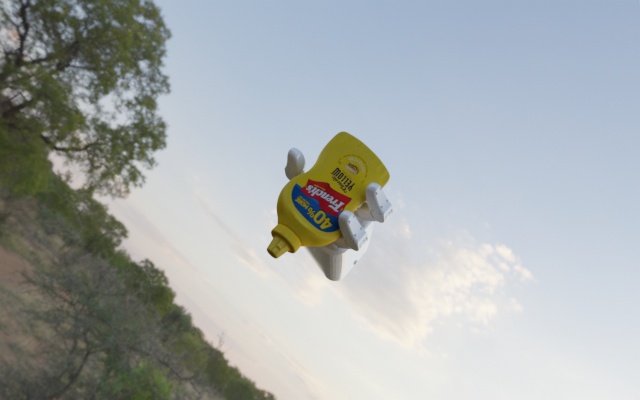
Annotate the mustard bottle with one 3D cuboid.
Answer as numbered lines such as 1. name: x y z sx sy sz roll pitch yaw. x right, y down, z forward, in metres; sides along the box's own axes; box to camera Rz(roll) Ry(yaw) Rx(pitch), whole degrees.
1. mustard bottle: 0.000 0.002 0.620 0.191 0.096 0.058 -47 3 -24
